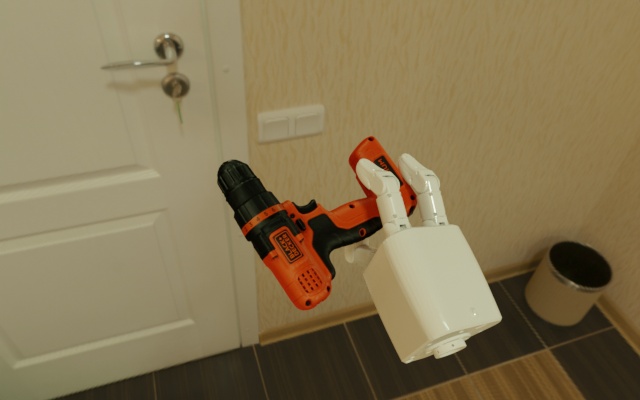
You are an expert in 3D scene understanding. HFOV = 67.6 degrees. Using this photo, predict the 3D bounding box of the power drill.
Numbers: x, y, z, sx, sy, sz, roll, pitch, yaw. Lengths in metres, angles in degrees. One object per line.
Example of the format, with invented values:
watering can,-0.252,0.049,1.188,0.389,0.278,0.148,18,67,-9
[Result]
power drill,0.001,0.002,0.538,0.187,0.184,0.057,-31,-8,-20
